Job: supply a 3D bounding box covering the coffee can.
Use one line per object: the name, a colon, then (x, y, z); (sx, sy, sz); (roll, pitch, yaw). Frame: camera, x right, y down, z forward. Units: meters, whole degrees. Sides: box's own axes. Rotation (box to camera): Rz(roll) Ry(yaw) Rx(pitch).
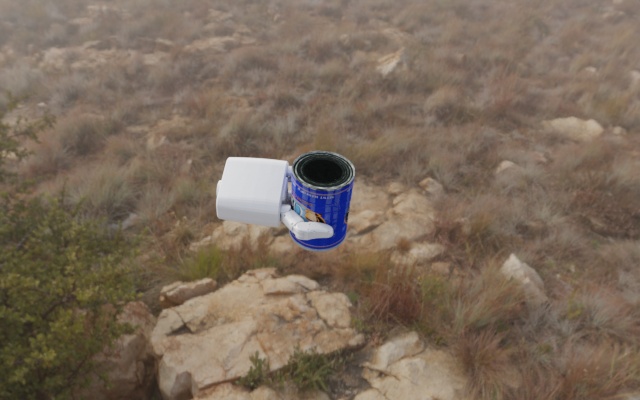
coffee can: (0.000, 0.003, 0.806); (0.103, 0.140, 0.102); (3, 41, -3)
